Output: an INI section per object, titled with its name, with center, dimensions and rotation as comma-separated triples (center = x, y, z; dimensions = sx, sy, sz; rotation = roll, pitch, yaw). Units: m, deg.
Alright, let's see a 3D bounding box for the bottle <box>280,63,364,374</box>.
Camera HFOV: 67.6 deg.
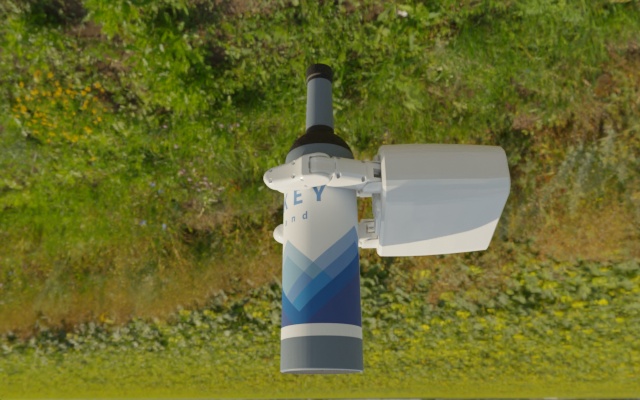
[bottle]
center = 0.000, 0.002, 0.438
dimensions = 0.069, 0.295, 0.069
rotation = 0, -23, 0
